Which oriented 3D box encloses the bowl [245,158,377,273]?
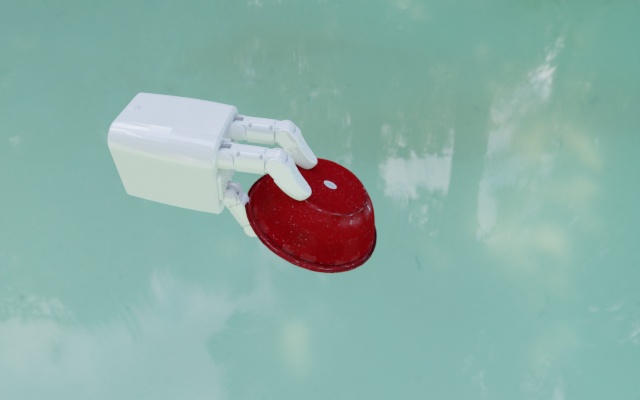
[{"bbox_3d":[0.001,0.002,0.539,0.162,0.162,0.055,0,-44,-29],"label":"bowl"}]
